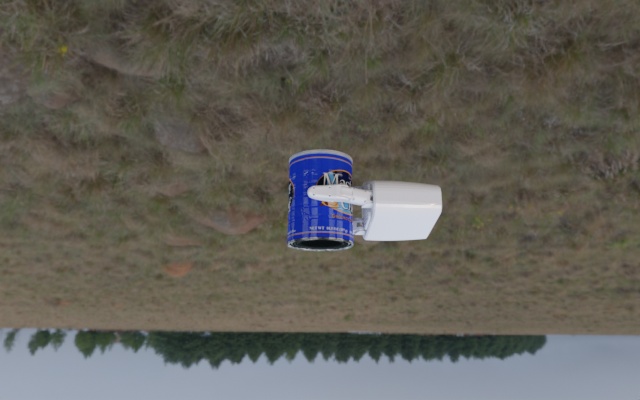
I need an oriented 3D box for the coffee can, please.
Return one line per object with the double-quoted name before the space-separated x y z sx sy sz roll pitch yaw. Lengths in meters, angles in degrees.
"coffee can" 0.000 0.002 0.753 0.103 0.140 0.103 0 -15 0
